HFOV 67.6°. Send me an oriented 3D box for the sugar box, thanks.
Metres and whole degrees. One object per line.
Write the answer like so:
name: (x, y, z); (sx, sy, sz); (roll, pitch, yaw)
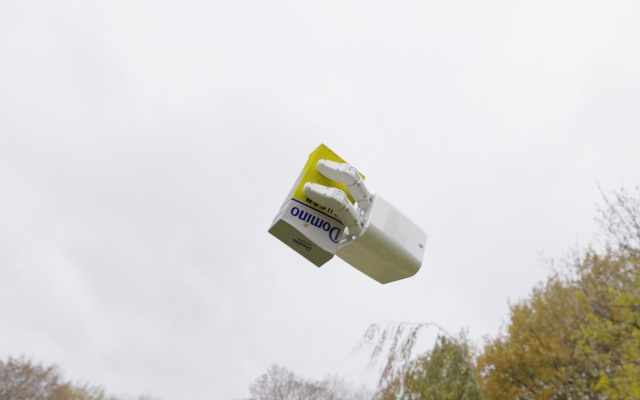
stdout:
sugar box: (0.001, 0.002, 0.698); (0.093, 0.176, 0.048); (36, -47, -12)
